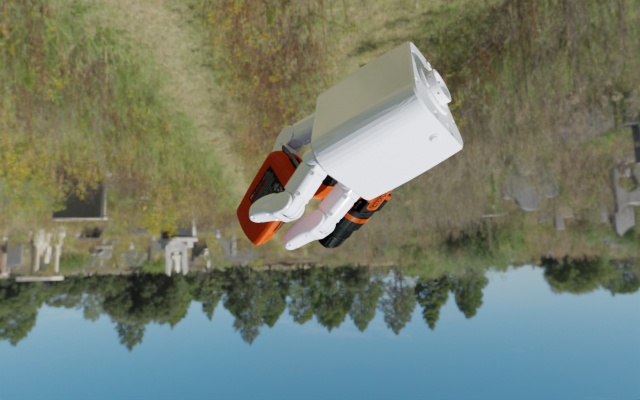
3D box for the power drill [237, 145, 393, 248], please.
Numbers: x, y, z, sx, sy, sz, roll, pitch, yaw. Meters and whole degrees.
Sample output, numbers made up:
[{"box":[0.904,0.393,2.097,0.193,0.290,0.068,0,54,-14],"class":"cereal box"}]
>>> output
[{"box":[0.000,0.002,0.555,0.187,0.057,0.184,-8,-38,-44],"class":"power drill"}]
